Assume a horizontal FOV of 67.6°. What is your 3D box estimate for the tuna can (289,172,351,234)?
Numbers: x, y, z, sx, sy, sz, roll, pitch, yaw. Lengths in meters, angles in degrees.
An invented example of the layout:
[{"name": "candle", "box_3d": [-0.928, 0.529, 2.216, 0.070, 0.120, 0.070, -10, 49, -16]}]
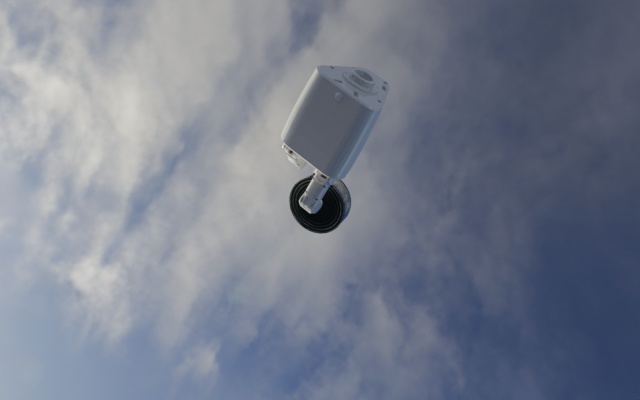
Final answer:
[{"name": "tuna can", "box_3d": [0.000, 0.002, 0.688, 0.086, 0.086, 0.033, 0, 21, 26]}]
